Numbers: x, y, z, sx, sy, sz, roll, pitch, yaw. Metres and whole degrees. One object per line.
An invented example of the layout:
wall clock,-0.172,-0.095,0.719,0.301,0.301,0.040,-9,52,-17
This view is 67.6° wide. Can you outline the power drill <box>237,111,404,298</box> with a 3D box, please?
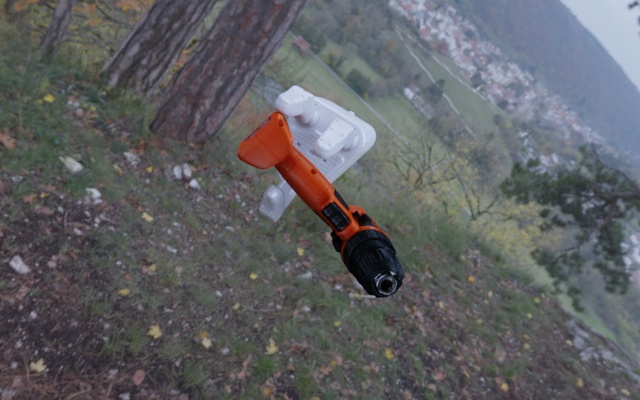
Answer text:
power drill,0.000,0.001,0.474,0.057,0.188,0.184,-41,16,3
